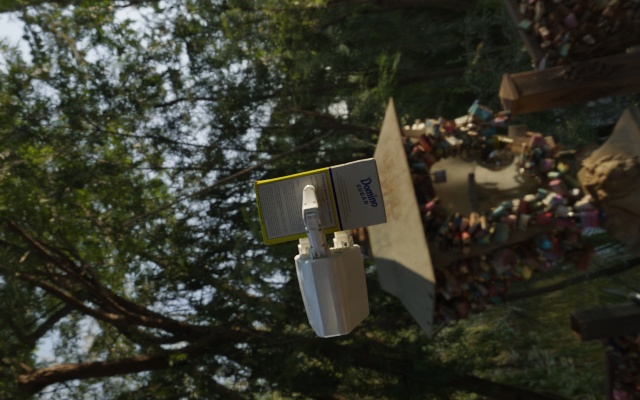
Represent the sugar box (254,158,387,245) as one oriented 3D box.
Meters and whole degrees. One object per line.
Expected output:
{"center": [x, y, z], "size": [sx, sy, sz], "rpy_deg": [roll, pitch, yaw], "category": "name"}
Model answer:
{"center": [0.000, 0.002, 0.680], "size": [0.176, 0.093, 0.048], "rpy_deg": [-10, 0, 6], "category": "sugar box"}
